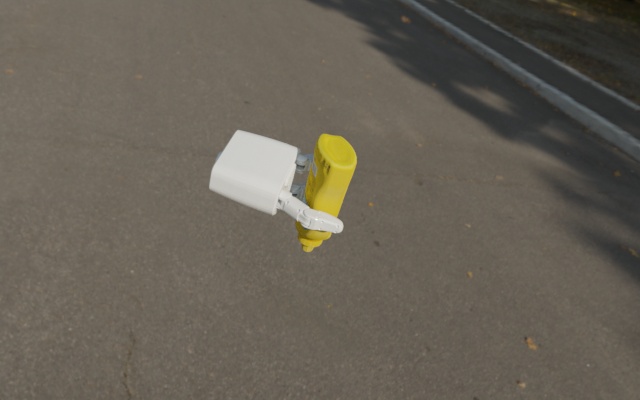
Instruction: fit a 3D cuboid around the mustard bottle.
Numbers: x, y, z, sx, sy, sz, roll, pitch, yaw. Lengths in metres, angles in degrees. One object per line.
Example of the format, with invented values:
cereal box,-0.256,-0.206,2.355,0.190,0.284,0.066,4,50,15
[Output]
mustard bottle,0.001,0.002,0.730,0.058,0.192,0.096,6,35,-17
